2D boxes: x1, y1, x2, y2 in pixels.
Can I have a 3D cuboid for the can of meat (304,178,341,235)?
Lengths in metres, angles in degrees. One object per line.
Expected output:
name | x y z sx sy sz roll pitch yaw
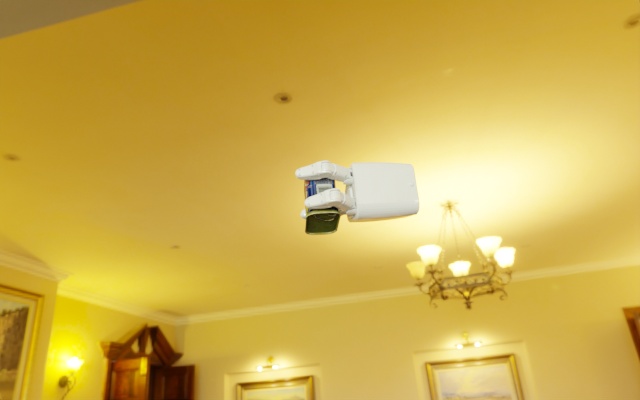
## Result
can of meat | 0.000 0.002 0.820 0.057 0.084 0.102 -3 -24 -4
